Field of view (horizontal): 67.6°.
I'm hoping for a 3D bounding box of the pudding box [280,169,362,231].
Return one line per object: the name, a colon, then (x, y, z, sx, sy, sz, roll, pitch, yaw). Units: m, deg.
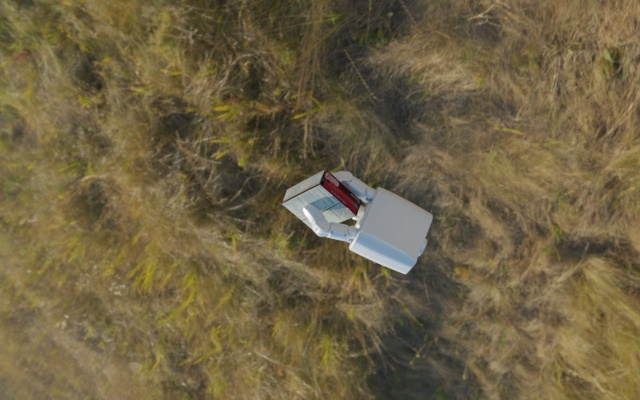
pudding box: (0.000, 0.003, 0.814, 0.090, 0.039, 0.113, 42, -42, -22)
